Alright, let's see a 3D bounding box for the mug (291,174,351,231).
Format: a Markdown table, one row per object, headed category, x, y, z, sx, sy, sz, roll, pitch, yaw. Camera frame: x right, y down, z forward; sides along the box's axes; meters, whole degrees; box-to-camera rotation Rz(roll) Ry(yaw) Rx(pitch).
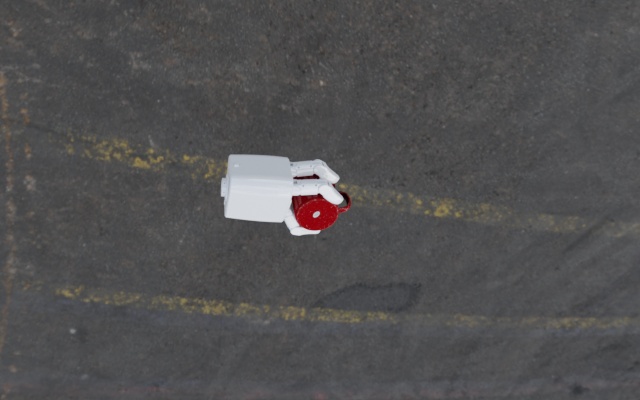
| category | x | y | z | sx | sy | sz | roll | pitch | yaw |
| --- | --- | --- | --- | --- | --- | --- | --- | --- | --- |
| mug | 0.002 | 0.003 | 0.898 | 0.117 | 0.093 | 0.081 | 3 | 39 | -14 |
